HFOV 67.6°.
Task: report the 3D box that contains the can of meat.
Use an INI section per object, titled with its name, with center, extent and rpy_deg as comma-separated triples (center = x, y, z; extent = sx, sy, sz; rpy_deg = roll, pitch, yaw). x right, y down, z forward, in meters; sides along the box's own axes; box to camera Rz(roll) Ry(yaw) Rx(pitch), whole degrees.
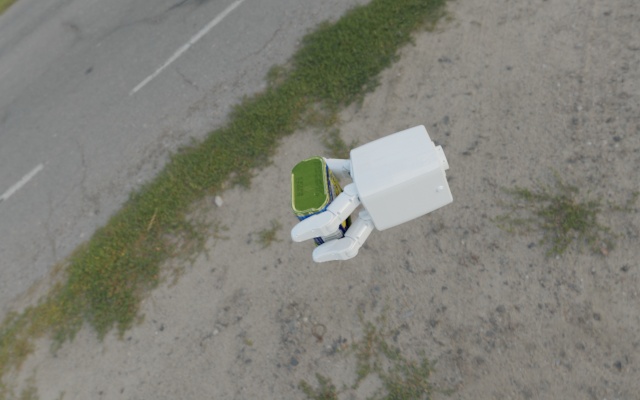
[can of meat]
center = 0.000, 0.002, 0.650
extent = 0.057, 0.102, 0.084
rpy_deg = -18, -43, 14
